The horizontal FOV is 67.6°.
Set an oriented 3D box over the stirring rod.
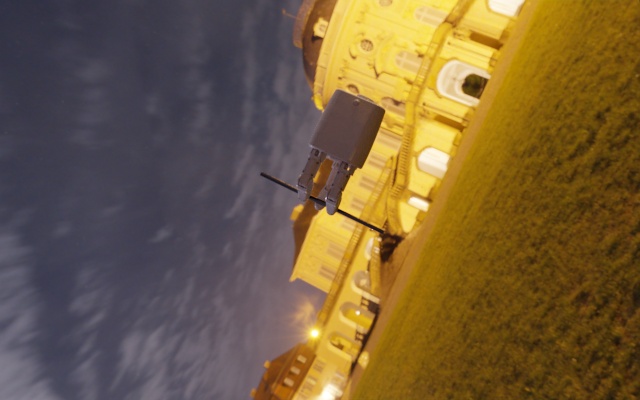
[{"bbox_3d":[0.000,0.003,0.825,0.239,0.011,0.011,26,6,13],"label":"stirring rod"}]
